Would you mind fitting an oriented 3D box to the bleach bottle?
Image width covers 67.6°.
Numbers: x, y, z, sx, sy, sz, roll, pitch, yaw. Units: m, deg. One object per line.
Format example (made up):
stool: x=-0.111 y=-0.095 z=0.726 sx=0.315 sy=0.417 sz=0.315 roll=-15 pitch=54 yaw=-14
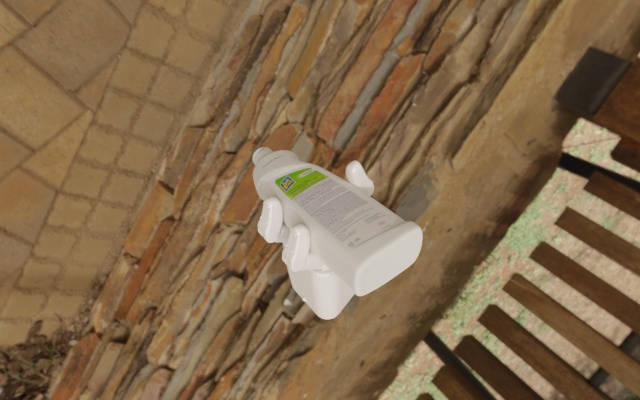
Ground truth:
bleach bottle: x=0.000 y=0.002 z=0.587 sx=0.102 sy=0.068 sz=0.250 roll=-28 pitch=49 yaw=-24
